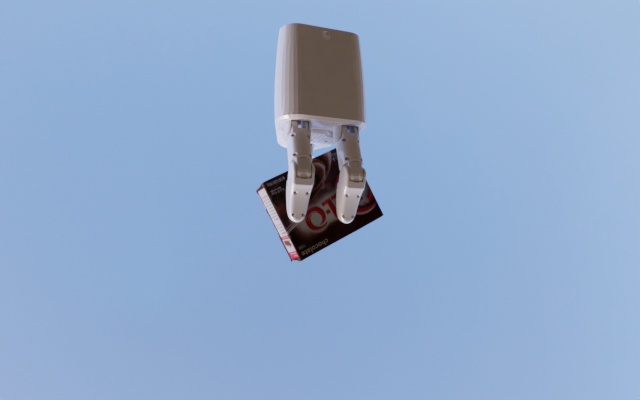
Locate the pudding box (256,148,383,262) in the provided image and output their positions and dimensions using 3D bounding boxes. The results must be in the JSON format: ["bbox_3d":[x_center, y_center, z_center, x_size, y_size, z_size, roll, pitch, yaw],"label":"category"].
[{"bbox_3d":[0.000,0.002,0.516,0.113,0.090,0.039,-27,1,-21],"label":"pudding box"}]
